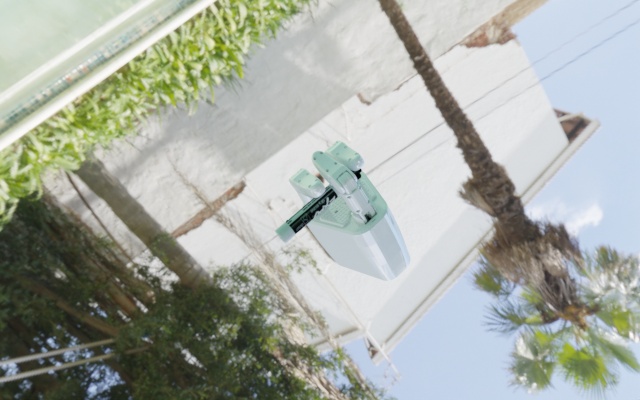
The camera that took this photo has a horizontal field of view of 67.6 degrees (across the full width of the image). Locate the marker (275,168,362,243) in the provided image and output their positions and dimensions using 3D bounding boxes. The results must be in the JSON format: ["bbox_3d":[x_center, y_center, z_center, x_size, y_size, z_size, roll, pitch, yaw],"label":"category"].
[{"bbox_3d":[0.000,0.002,0.537,0.121,0.020,0.020,-41,9,-11],"label":"marker"}]
